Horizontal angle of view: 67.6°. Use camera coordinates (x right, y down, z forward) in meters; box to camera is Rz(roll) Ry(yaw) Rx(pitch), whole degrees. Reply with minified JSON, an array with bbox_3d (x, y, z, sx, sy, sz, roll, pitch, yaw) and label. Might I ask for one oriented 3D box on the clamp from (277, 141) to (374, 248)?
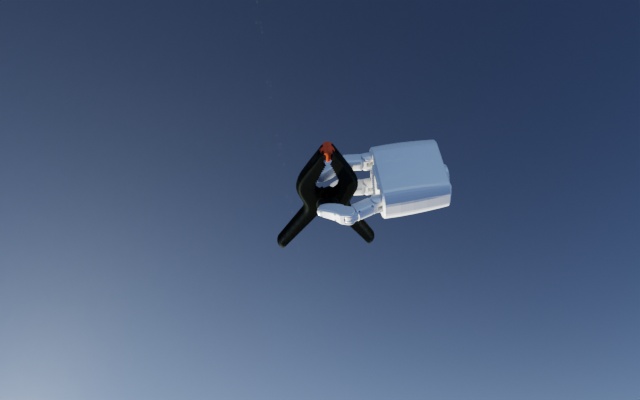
[{"bbox_3d":[0.000,0.003,0.754,0.164,0.210,0.036,-9,42,0],"label":"clamp"}]
